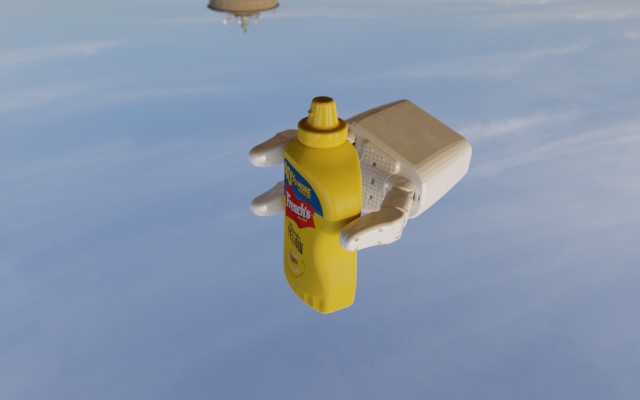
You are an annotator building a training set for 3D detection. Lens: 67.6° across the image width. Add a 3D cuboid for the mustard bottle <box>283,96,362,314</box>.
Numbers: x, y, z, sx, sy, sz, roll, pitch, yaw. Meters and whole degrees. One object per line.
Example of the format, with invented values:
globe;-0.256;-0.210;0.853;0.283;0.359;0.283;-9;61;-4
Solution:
mustard bottle;0.000;0.002;0.426;0.058;0.192;0.096;-12;35;-22
